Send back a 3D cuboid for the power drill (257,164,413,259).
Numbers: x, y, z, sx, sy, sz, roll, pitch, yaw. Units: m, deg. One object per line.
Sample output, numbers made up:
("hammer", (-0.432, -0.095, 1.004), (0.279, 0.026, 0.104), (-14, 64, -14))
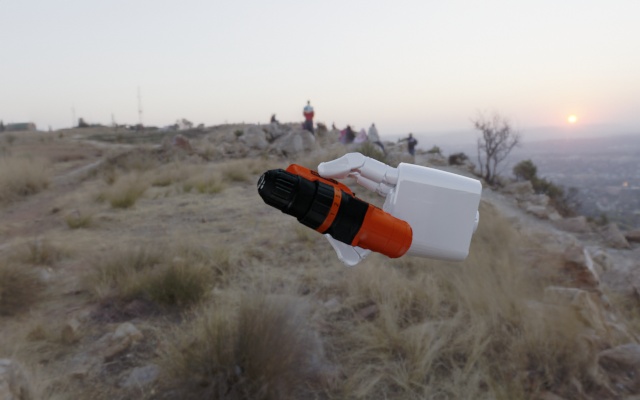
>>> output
("power drill", (0.000, 0.002, 0.579), (0.184, 0.057, 0.187), (25, 5, -18))
